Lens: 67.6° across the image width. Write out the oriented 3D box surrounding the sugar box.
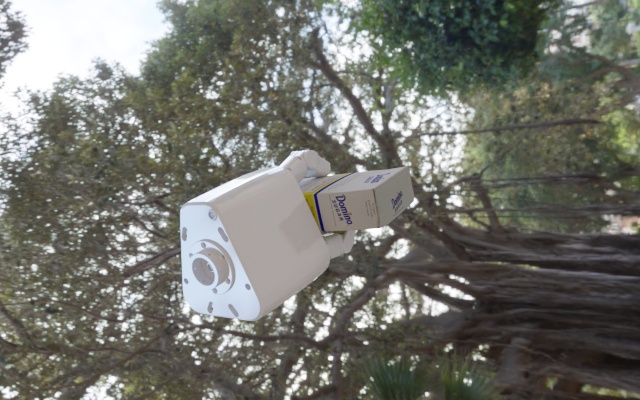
[{"bbox_3d":[0.000,0.002,0.508,0.176,0.048,0.093,-2,16,32],"label":"sugar box"}]
